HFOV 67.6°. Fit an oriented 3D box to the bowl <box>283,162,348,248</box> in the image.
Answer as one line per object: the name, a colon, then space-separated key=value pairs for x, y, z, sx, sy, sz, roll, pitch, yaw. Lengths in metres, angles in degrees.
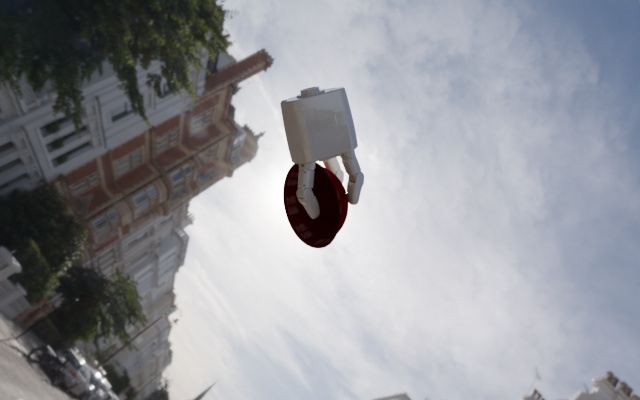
bowl: x=0.000 y=0.004 z=0.867 sx=0.055 sy=0.162 sz=0.162 roll=-12 pitch=8 yaw=-39
